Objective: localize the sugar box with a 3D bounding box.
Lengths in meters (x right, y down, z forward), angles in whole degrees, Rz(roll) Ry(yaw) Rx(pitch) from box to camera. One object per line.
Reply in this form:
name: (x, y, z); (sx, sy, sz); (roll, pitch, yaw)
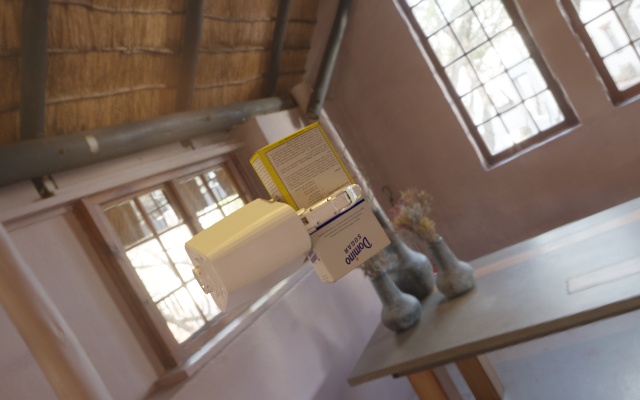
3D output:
sugar box: (0.000, 0.002, 0.580); (0.093, 0.176, 0.048); (-30, 2, -24)
